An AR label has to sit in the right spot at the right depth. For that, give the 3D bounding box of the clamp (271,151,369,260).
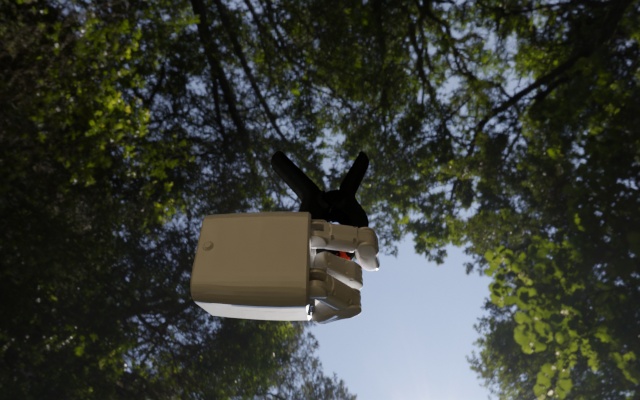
[{"bbox_3d":[0.000,0.002,0.541,0.120,0.171,0.039,2,-43,-2],"label":"clamp"}]
